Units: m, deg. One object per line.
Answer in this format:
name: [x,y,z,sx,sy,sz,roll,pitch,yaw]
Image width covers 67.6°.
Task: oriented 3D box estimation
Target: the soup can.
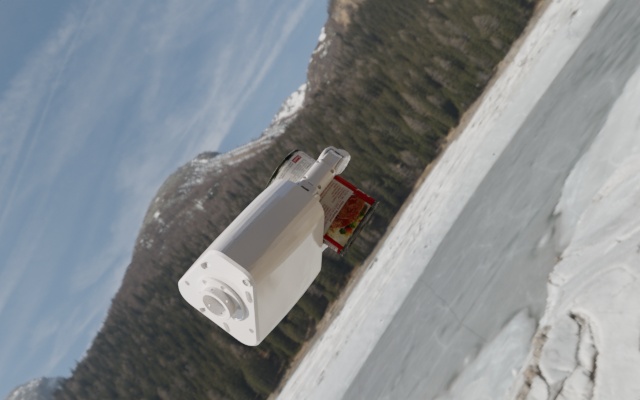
soup can: [0.000,0.001,0.497,0.102,0.068,0.068,34,5,8]
